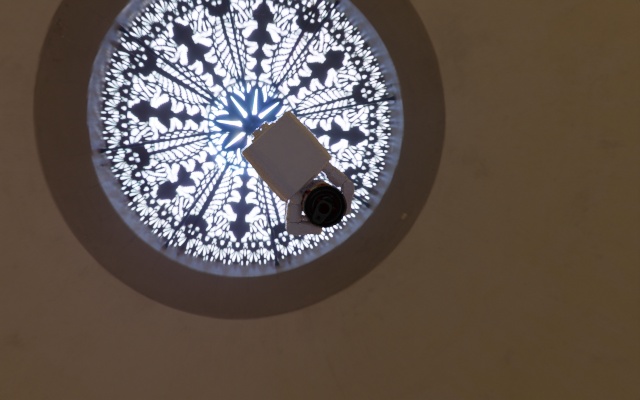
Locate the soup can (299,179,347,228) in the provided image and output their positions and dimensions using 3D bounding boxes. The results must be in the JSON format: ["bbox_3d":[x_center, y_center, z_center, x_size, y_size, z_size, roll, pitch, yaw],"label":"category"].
[{"bbox_3d":[0.000,0.003,0.787,0.068,0.068,0.102,0,8,-9],"label":"soup can"}]
